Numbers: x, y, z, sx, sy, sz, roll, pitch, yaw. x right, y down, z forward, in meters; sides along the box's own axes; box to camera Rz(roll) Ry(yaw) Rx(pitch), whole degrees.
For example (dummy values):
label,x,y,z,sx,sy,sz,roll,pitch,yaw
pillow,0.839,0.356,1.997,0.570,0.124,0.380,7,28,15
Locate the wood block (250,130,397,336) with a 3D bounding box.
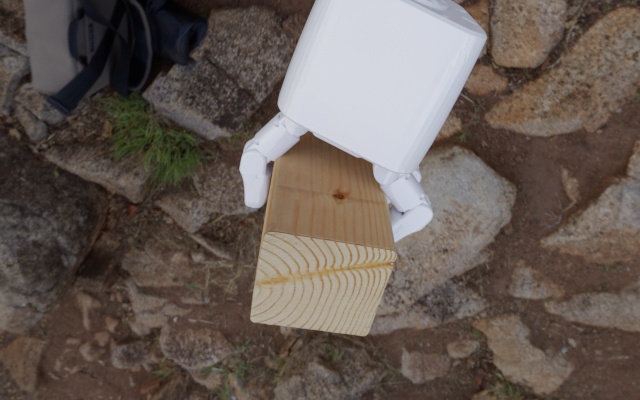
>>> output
label,x,y,z,sx,sy,sz,roll,pitch,yaw
wood block,0.000,0.001,0.412,0.091,0.090,0.206,9,35,-6
